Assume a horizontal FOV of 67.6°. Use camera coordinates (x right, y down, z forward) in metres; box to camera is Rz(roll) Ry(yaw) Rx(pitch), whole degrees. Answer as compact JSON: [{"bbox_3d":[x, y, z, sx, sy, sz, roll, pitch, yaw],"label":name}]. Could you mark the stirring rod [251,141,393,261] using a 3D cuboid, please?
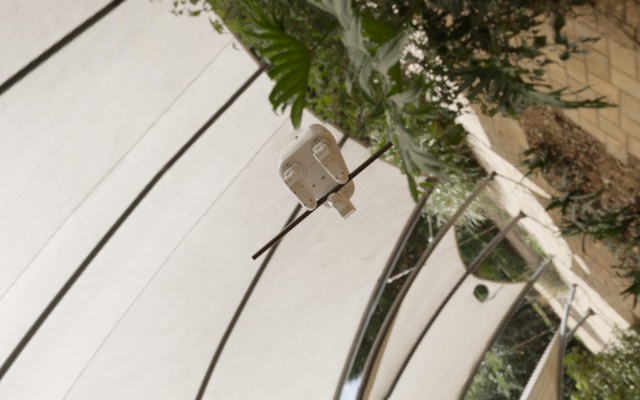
[{"bbox_3d":[0.000,0.002,0.631,0.239,0.011,0.011,-40,-7,8],"label":"stirring rod"}]
